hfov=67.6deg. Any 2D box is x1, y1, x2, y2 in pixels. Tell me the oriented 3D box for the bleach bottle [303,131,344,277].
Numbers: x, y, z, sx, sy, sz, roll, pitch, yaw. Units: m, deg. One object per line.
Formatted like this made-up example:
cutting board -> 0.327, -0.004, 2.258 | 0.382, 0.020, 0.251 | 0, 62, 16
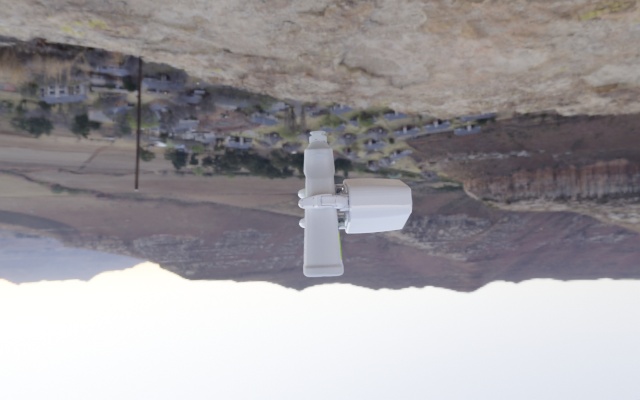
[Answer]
bleach bottle -> 0.000, 0.003, 0.831 | 0.068, 0.251, 0.102 | -2, -5, -1
